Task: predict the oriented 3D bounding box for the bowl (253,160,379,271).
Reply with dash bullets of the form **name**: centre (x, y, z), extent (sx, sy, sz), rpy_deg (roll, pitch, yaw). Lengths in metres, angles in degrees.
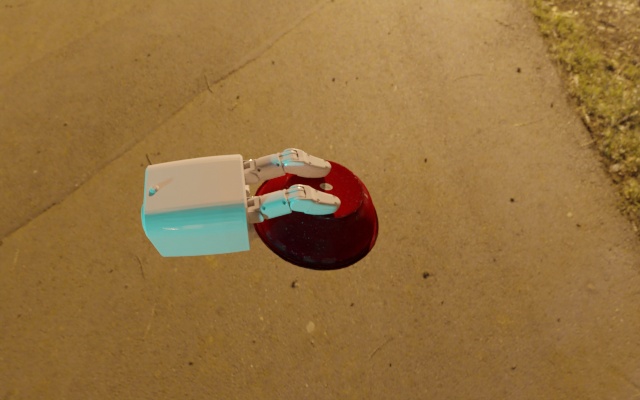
- **bowl**: centre (0.001, 0.001, 0.575), extent (0.162, 0.162, 0.055), rpy_deg (0, -39, -16)
